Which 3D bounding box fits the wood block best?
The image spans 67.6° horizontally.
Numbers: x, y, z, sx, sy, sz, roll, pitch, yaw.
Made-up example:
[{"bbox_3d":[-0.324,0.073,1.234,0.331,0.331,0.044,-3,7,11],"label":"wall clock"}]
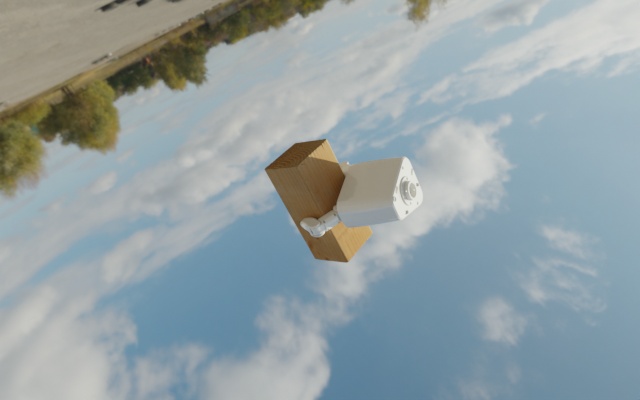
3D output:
[{"bbox_3d":[0.000,0.003,0.863,0.090,0.206,0.090,0,36,47],"label":"wood block"}]
